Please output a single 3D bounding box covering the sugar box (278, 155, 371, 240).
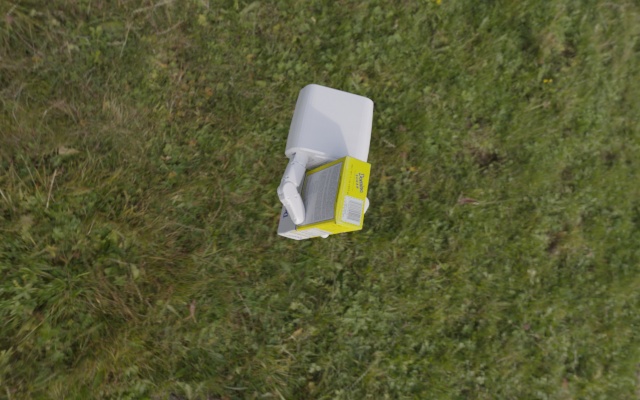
[{"bbox_3d":[0.001,0.002,0.685,0.048,0.093,0.176,17,-16,-24],"label":"sugar box"}]
